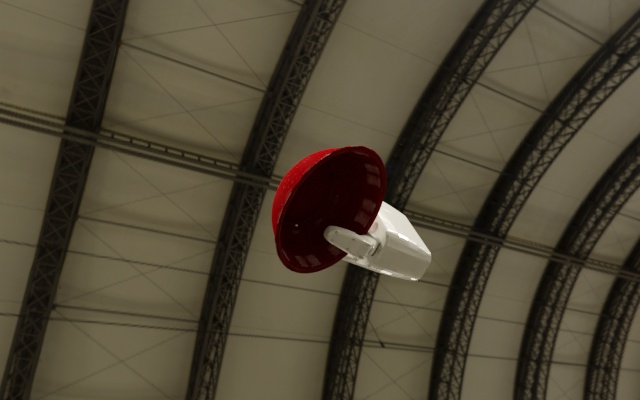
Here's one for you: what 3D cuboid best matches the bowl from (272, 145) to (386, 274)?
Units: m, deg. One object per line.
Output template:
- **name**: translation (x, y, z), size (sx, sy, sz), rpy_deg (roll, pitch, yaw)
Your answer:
- **bowl**: translation (-0.001, 0.001, 0.545), size (0.162, 0.162, 0.055), rpy_deg (0, 28, -47)
